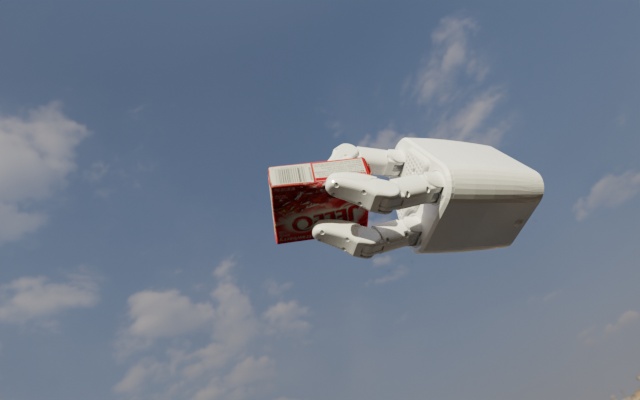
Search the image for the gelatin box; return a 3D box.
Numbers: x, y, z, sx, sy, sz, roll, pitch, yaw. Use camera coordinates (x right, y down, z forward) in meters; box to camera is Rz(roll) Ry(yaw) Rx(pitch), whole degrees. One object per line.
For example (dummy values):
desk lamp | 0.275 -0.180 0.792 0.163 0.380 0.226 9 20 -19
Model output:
gelatin box | 0.000 0.001 0.434 0.089 0.073 0.030 -7 44 -6
